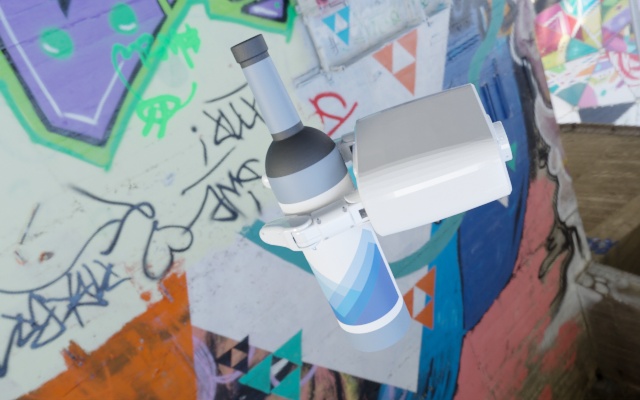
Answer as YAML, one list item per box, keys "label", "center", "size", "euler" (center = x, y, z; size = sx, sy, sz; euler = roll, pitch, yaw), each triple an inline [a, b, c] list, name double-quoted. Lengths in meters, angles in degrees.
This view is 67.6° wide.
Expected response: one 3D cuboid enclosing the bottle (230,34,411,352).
- label: "bottle"
  center: [0.000, 0.002, 0.421]
  size: [0.069, 0.296, 0.069]
  euler: [-21, 21, 9]
